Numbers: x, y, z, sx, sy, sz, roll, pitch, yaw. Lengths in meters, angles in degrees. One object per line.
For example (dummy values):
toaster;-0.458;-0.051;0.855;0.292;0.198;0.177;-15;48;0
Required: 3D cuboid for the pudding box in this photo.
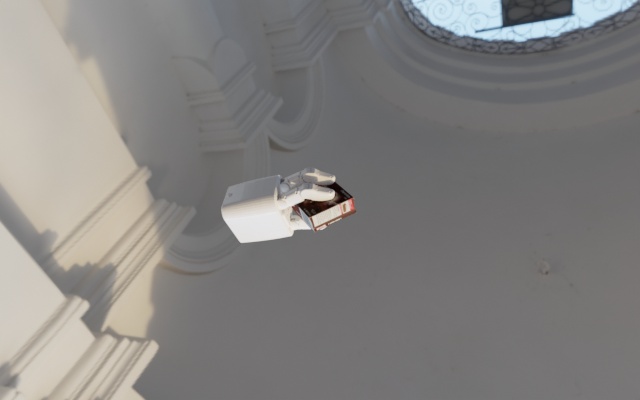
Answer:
pudding box;0.000;0.003;0.877;0.090;0.039;0.113;-25;35;-14
